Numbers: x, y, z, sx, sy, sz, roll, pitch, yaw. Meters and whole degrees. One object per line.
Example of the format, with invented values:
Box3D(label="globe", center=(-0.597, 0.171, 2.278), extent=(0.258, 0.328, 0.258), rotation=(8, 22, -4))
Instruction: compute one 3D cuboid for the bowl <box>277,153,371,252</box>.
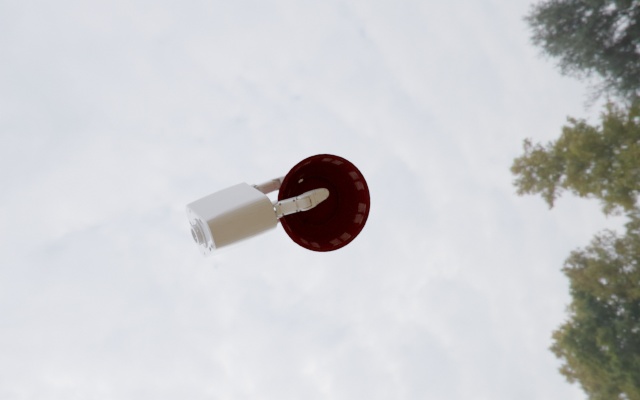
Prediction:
Box3D(label="bowl", center=(0.001, 0.002, 0.799), extent=(0.162, 0.162, 0.055), rotation=(0, 5, -18))
